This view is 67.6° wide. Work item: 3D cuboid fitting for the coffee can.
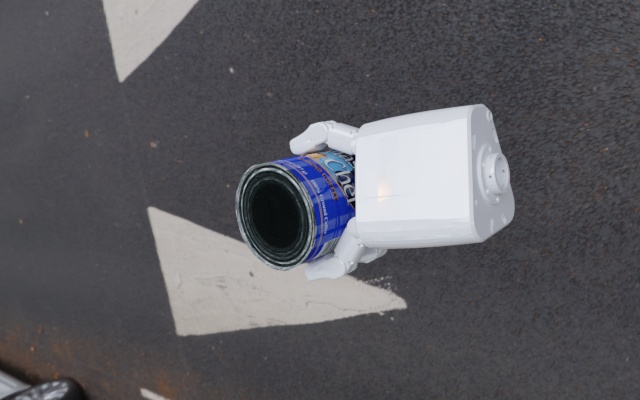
[{"bbox_3d":[0.000,0.002,0.489,0.103,0.103,0.140,0,12,41],"label":"coffee can"}]
